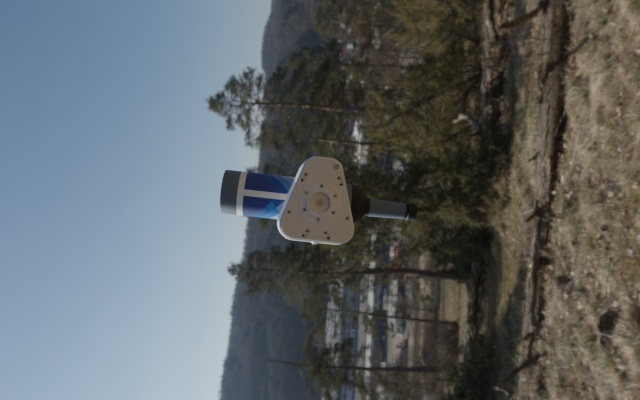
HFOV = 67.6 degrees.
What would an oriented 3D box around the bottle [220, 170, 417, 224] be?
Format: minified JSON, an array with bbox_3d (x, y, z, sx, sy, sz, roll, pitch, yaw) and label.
[{"bbox_3d":[0.000,0.002,0.729,0.296,0.069,0.069,6,0,-3],"label":"bottle"}]
